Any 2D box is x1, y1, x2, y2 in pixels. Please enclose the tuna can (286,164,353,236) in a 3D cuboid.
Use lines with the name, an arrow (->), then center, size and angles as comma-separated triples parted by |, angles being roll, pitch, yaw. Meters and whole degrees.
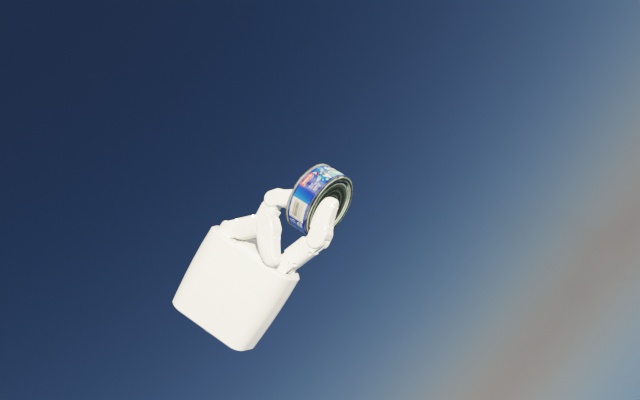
tuna can -> 0.001, 0.002, 0.571 | 0.033, 0.086, 0.086 | 32, 17, 29
